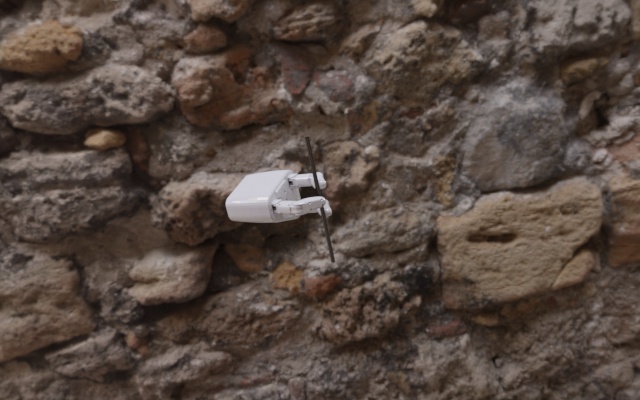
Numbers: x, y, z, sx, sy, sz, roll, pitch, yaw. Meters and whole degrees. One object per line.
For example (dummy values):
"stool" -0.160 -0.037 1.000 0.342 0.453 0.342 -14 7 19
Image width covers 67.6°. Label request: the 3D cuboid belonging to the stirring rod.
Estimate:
"stirring rod" 0.000 0.003 0.864 0.011 0.239 0.011 -11 17 3
